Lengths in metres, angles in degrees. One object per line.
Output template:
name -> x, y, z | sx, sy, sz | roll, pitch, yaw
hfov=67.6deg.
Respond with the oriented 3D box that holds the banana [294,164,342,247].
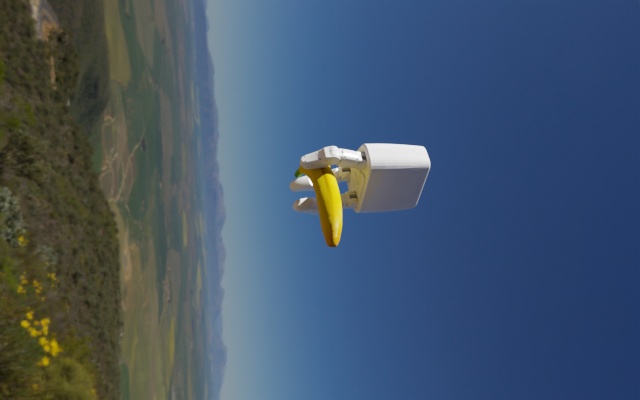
banana -> 0.002, -0.015, 0.732 | 0.037, 0.070, 0.197 | -1, 36, -18
